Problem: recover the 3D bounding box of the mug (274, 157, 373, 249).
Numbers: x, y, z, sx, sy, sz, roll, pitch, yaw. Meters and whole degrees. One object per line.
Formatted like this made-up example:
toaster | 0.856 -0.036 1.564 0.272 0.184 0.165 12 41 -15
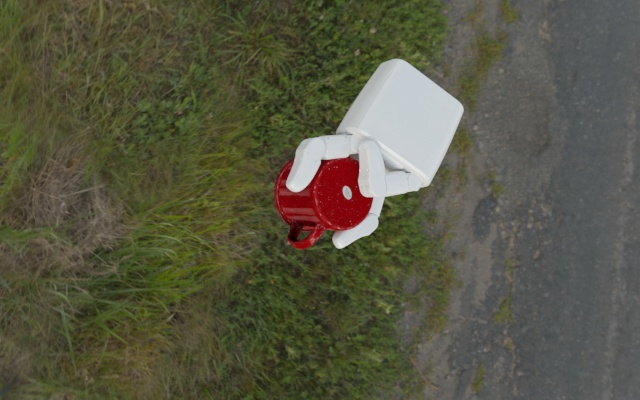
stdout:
mug | -0.001 0.003 0.538 0.093 0.117 0.081 38 -18 -26
